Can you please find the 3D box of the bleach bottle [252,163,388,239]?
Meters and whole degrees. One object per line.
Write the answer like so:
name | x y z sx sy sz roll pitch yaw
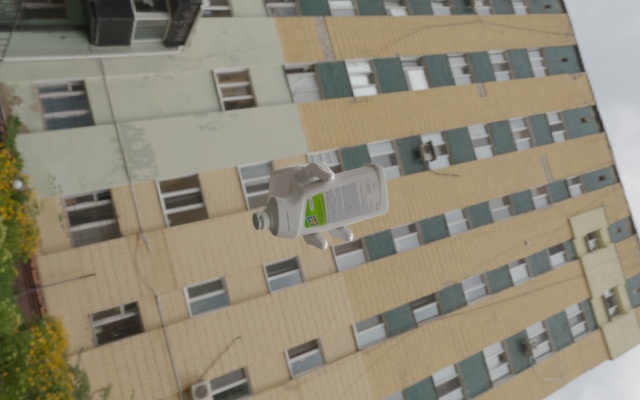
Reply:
bleach bottle | 0.000 0.003 0.838 0.251 0.102 0.068 -12 7 -29
